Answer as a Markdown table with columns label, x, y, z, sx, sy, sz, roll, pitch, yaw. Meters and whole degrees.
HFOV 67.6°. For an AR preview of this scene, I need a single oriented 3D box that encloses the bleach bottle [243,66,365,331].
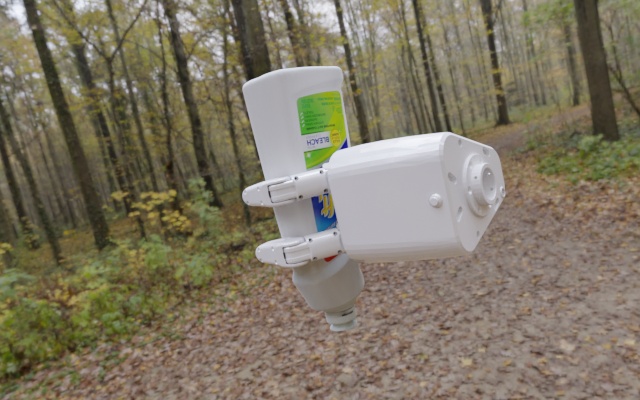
| label | x | y | z | sx | sy | sz | roll | pitch | yaw |
| --- | --- | --- | --- | --- | --- | --- | --- | --- | --- |
| bleach bottle | 0.000 | 0.002 | 0.469 | 0.068 | 0.251 | 0.102 | -7 | 9 | 42 |
